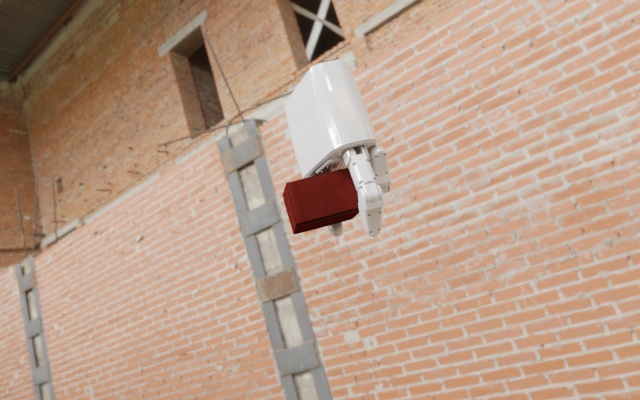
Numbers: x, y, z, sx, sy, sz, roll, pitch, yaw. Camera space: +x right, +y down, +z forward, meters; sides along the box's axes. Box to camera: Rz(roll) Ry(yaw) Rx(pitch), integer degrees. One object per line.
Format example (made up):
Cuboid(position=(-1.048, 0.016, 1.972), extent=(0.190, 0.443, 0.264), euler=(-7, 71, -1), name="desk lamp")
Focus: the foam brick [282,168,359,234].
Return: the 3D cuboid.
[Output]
Cuboid(position=(0.000, 0.002, 0.549), extent=(0.078, 0.051, 0.053), euler=(-14, -12, -13), name="foam brick")
